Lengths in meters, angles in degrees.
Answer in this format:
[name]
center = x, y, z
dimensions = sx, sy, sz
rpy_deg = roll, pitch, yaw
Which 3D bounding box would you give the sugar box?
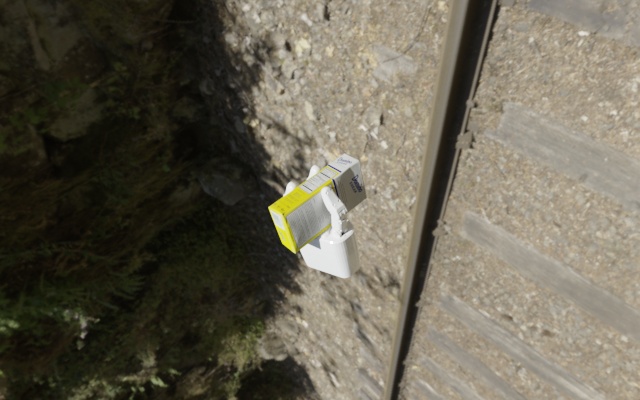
[sugar box]
center = 0.000, 0.003, 0.836
dimensions = 0.176, 0.093, 0.048
rpy_deg = -38, 45, -25
